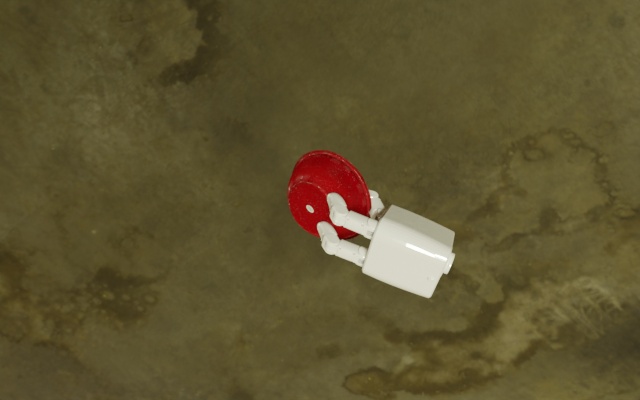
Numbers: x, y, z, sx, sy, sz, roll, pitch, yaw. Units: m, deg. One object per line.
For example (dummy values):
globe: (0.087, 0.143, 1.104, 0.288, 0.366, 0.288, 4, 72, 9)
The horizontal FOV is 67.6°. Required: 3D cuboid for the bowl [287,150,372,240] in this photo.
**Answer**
bowl: (-0.001, 0.002, 0.775, 0.162, 0.162, 0.055, 0, 22, 39)
